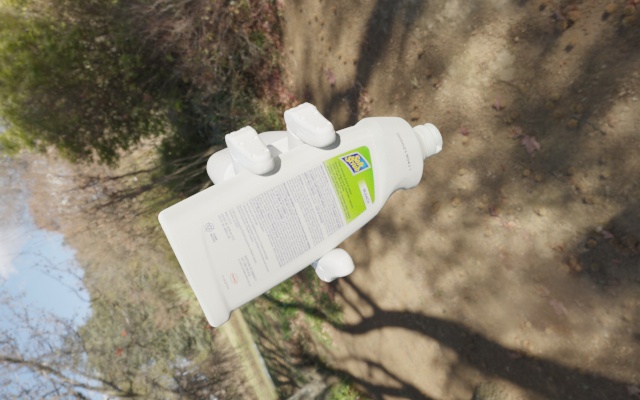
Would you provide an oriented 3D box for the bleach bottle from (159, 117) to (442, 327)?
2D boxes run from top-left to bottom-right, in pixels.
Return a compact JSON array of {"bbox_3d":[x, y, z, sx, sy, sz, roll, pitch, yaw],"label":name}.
[{"bbox_3d":[0.000,0.001,0.410,0.251,0.102,0.068,-26,20,-18],"label":"bleach bottle"}]
